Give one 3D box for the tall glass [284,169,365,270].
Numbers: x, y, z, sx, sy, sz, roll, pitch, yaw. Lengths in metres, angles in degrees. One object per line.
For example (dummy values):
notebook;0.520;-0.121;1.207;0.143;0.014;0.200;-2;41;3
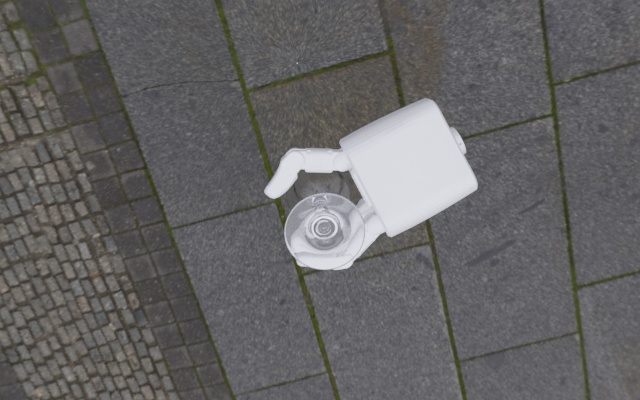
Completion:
tall glass;0.000;0.002;0.528;0.079;0.079;0.201;0;16;-3
